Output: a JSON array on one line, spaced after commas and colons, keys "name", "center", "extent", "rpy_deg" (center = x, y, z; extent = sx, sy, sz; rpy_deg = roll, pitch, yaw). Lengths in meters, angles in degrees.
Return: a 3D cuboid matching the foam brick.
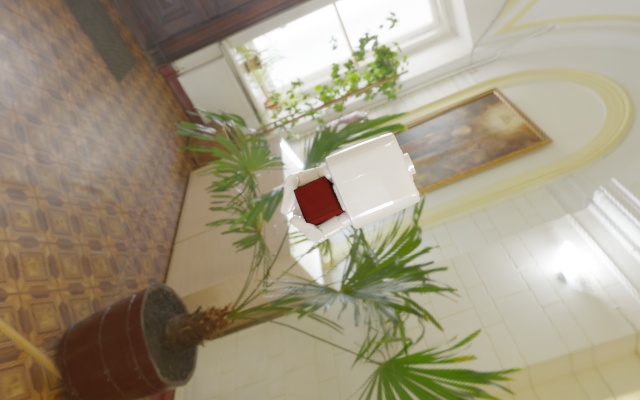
[{"name": "foam brick", "center": [0.000, 0.002, 0.699], "extent": [0.051, 0.053, 0.078], "rpy_deg": [-24, -10, 7]}]
